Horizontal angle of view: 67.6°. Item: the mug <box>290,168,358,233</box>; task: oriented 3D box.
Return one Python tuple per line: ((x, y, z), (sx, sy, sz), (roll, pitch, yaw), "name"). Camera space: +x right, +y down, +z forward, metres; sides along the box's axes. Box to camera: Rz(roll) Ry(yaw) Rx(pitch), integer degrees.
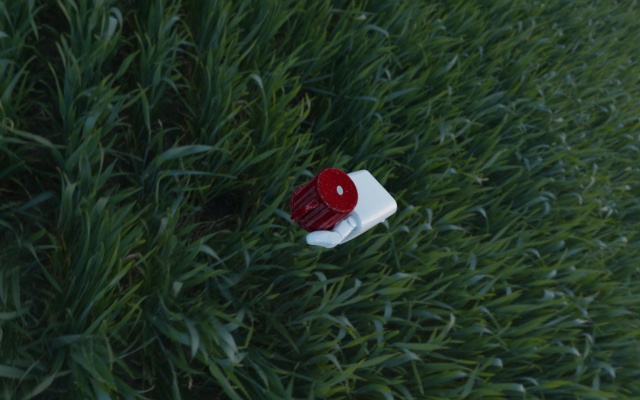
((-0.001, 0.003, 0.775), (0.117, 0.093, 0.081), (-24, -10, -39), "mug")
